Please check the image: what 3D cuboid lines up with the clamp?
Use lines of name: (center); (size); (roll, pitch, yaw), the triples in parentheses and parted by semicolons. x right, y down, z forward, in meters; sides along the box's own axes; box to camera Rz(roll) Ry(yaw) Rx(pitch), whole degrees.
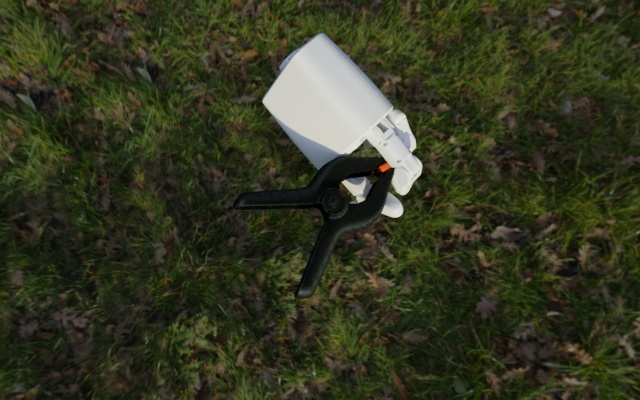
clamp: (0.000, 0.001, 0.489); (0.171, 0.120, 0.039); (-43, 4, -18)
